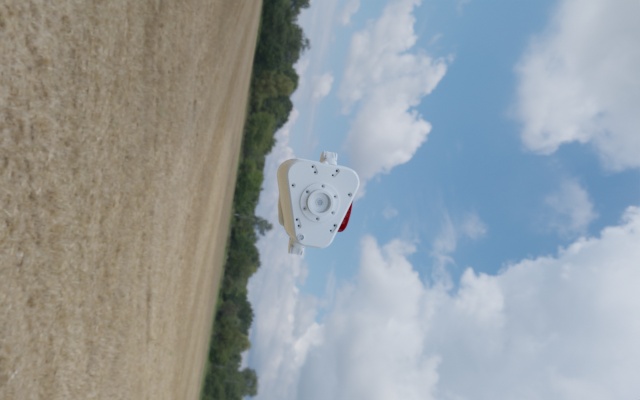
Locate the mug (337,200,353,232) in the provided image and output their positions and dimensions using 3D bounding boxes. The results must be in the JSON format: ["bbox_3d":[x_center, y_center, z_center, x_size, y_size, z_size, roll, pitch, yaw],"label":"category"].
[{"bbox_3d":[0.000,0.002,0.746,0.081,0.093,0.117,9,3,-9],"label":"mug"}]
